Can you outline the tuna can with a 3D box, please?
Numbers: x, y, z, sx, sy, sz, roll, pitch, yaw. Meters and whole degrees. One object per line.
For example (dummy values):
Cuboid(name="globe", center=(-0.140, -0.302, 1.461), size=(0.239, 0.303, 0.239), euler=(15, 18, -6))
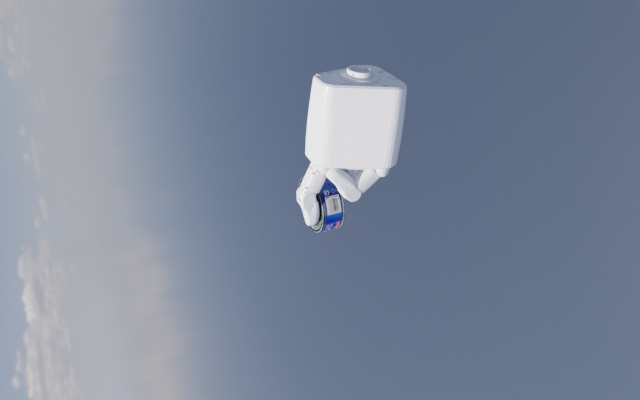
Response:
Cuboid(name="tuna can", center=(0.000, 0.002, 0.683), size=(0.034, 0.086, 0.086), euler=(-14, 5, -23))
